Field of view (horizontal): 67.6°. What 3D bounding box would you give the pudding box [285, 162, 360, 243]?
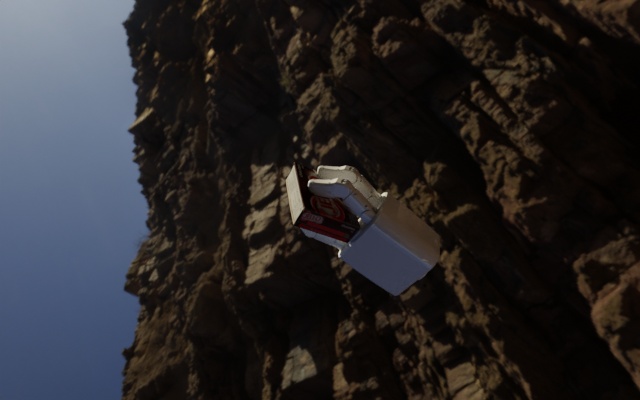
[{"bbox_3d":[0.000,0.002,0.684,0.090,0.039,0.113,21,29,-26],"label":"pudding box"}]
